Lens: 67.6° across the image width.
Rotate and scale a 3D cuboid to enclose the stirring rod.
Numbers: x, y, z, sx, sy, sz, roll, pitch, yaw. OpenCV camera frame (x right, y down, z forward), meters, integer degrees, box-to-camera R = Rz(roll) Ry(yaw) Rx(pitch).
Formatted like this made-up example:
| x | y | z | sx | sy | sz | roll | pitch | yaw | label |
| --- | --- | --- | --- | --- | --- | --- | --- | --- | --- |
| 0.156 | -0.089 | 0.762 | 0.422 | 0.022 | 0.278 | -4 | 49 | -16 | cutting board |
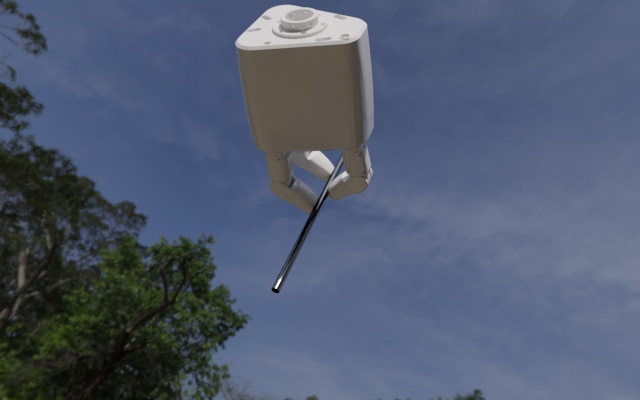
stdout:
| x | y | z | sx | sy | sz | roll | pitch | yaw | label |
| --- | --- | --- | --- | --- | --- | --- | --- | --- | --- |
| 0.000 | 0.002 | 0.511 | 0.011 | 0.011 | 0.239 | 0 | 42 | 27 | stirring rod |
